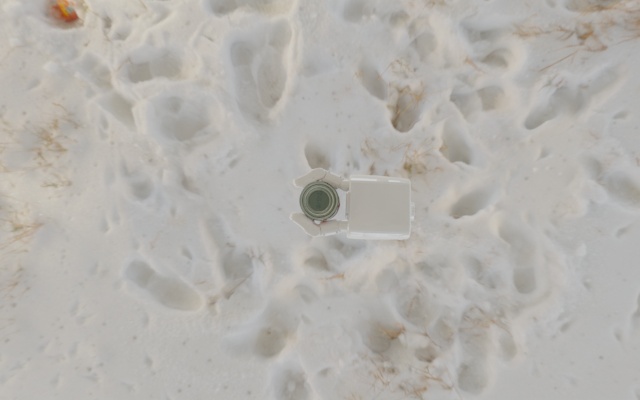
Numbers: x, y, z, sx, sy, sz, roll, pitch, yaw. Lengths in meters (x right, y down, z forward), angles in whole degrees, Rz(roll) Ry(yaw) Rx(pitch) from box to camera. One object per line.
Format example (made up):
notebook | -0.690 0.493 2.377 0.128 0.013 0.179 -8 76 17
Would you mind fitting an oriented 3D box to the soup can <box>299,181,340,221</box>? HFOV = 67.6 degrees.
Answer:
soup can | 0.000 0.003 0.838 0.068 0.068 0.102 0 -2 3
